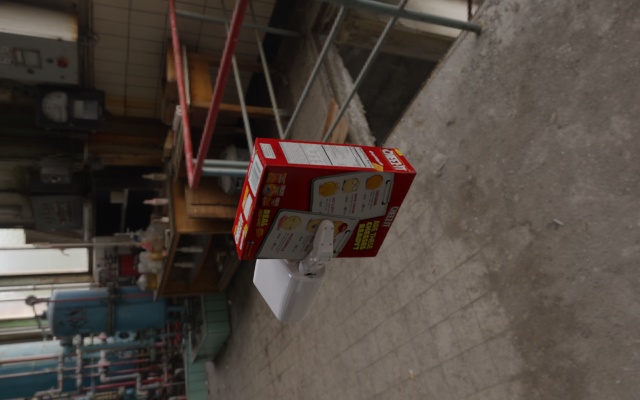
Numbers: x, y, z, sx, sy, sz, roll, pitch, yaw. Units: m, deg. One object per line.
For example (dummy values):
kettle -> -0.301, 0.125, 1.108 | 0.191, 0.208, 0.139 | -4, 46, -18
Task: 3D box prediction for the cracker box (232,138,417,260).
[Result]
cracker box -> 0.000, 0.002, 0.659 | 0.214, 0.164, 0.072 | 1, 40, -24
